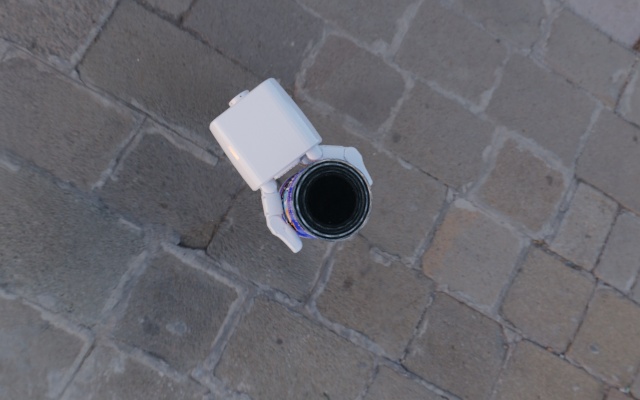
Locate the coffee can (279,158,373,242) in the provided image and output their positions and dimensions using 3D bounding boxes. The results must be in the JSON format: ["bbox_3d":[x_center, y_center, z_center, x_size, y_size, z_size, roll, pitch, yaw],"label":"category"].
[{"bbox_3d":[0.000,0.002,0.649,0.103,0.103,0.140,0,-2,-13],"label":"coffee can"}]
